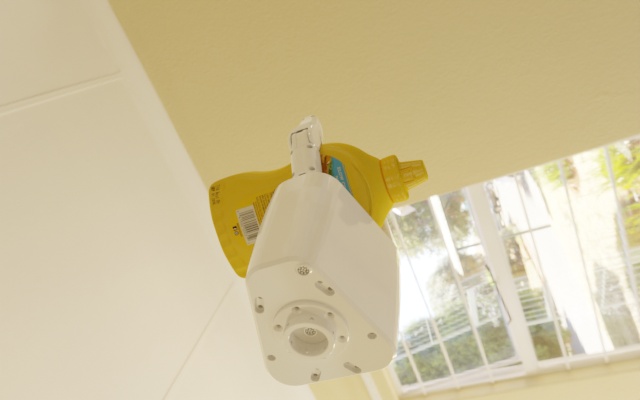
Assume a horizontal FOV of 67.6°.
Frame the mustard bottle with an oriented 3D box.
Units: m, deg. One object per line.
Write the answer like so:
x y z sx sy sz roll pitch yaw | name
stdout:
0.000 0.001 0.426 0.191 0.096 0.058 -17 2 17 | mustard bottle
